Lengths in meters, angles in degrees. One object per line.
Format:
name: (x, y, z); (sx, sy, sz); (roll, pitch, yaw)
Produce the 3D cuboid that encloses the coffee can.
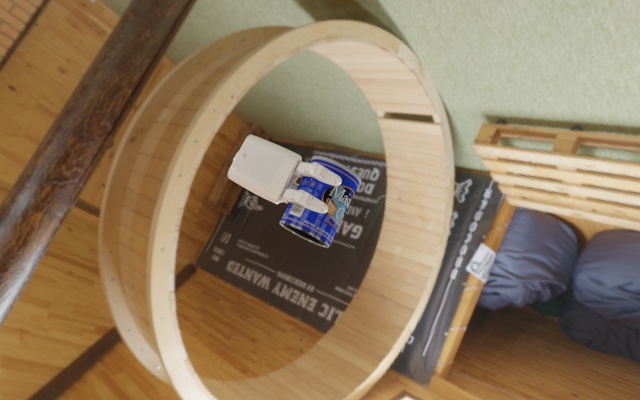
coffee can: (0.000, 0.003, 0.888); (0.103, 0.140, 0.103); (25, -11, 5)
